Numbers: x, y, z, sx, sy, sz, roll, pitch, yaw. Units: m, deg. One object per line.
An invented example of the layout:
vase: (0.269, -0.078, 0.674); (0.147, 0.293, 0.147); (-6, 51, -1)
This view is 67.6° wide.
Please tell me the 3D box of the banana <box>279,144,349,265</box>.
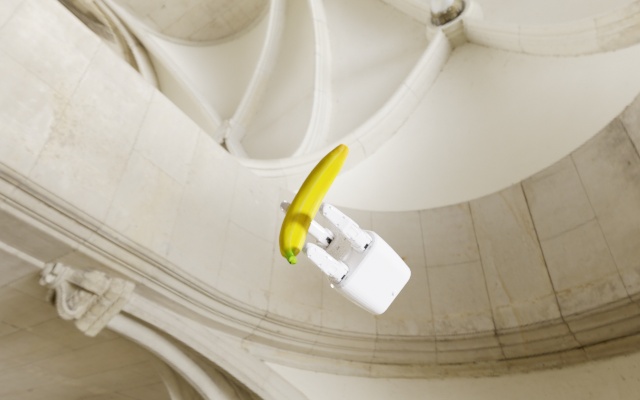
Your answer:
banana: (-0.014, 0.007, 0.666); (0.069, 0.197, 0.037); (-9, -40, 48)
